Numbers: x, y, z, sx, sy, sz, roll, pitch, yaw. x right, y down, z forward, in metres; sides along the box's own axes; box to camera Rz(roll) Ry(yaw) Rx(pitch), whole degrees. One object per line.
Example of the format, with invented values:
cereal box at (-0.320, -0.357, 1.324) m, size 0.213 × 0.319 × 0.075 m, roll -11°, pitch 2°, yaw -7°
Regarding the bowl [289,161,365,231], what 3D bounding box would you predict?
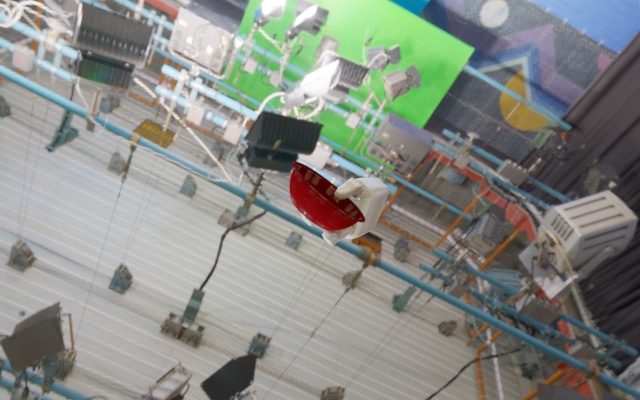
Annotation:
bowl at (-0.001, 0.003, 0.834) m, size 0.162 × 0.055 × 0.162 m, roll 38°, pitch 11°, yaw -9°
